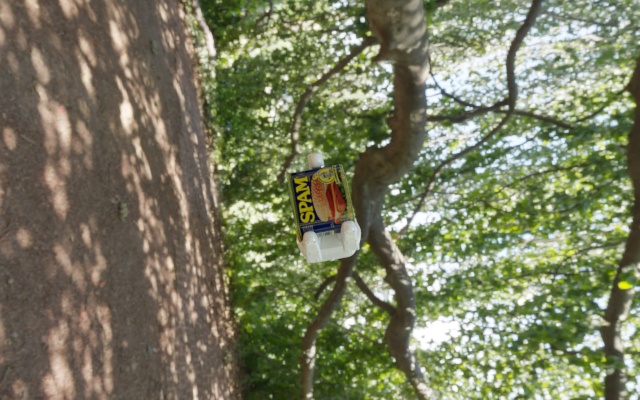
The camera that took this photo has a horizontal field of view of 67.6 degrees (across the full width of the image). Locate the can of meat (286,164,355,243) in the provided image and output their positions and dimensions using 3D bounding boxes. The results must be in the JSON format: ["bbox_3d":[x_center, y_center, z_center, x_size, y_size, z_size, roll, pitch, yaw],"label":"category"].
[{"bbox_3d":[0.000,0.002,0.691,0.084,0.102,0.057,-10,-20,-1],"label":"can of meat"}]
